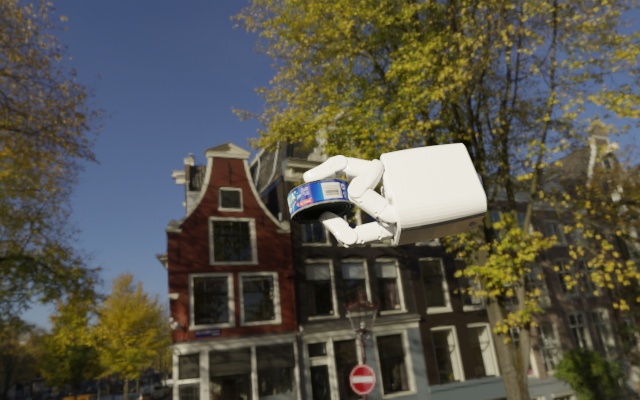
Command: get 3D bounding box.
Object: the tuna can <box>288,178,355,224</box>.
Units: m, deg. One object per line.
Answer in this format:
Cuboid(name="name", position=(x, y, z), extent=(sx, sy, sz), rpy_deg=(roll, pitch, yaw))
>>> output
Cuboid(name="tuna can", position=(0.000, 0.002, 0.634), extent=(0.086, 0.033, 0.086), rpy_deg=(-11, -18, -4))
